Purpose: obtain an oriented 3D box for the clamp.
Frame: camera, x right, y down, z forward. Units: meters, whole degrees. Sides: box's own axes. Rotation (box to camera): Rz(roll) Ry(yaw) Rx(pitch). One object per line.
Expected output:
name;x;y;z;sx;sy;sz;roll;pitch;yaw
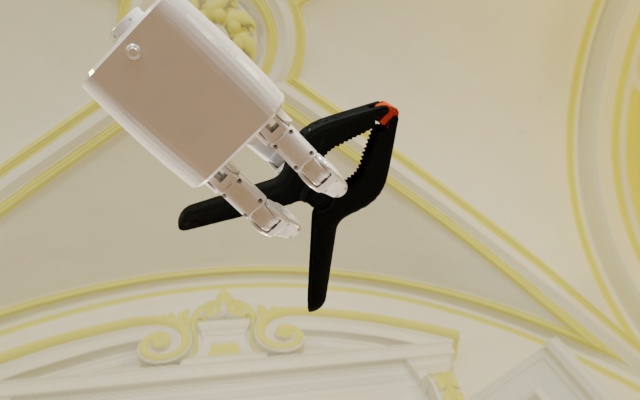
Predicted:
clamp;0.000;0.001;0.438;0.165;0.210;0.036;44;9;-23
